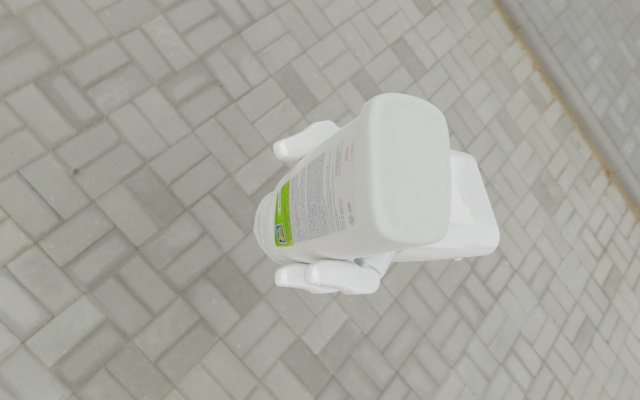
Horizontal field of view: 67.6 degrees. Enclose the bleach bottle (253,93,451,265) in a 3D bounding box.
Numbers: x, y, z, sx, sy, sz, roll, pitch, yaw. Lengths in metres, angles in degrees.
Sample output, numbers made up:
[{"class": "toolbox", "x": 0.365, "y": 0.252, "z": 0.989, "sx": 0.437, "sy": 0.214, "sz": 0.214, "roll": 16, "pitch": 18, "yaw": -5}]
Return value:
[{"class": "bleach bottle", "x": 0.000, "y": 0.001, "z": 0.407, "sx": 0.068, "sy": 0.102, "sz": 0.251, "roll": 6, "pitch": -13, "yaw": -28}]
